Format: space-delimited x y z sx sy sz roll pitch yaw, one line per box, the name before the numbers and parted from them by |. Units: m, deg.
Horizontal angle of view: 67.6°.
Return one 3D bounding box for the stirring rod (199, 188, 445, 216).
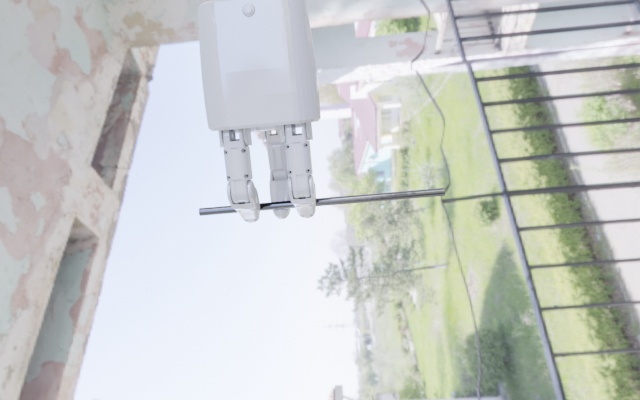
stirring rod | 0.000 0.001 0.468 0.239 0.011 0.011 -5 0 3
